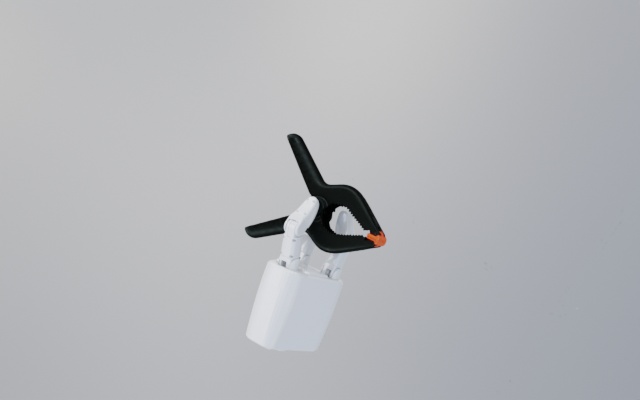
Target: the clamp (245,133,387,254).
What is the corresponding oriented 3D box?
[{"bbox_3d":[0.000,0.002,0.656,0.210,0.164,0.036,19,1,30],"label":"clamp"}]
